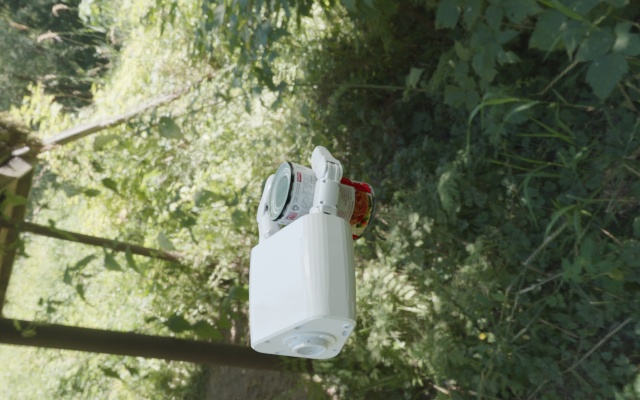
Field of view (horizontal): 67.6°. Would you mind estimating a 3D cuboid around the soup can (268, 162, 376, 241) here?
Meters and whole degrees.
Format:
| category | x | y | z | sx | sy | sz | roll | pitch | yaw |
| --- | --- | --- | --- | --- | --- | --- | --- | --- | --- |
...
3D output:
| category | x | y | z | sx | sy | sz | roll | pitch | yaw |
| --- | --- | --- | --- | --- | --- | --- | --- | --- | --- |
| soup can | 0.000 | 0.001 | 0.531 | 0.102 | 0.068 | 0.068 | 14 | -6 | -23 |
